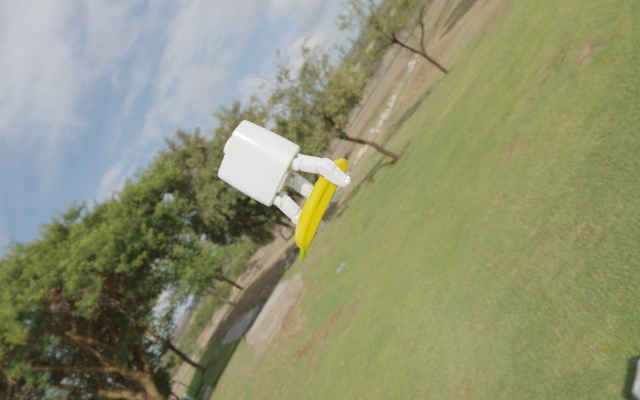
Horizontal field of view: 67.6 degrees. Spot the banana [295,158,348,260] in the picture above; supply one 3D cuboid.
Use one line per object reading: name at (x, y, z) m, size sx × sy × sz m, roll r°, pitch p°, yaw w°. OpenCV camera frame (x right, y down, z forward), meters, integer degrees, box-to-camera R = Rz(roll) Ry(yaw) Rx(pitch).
banana at (0.000, -0.001, 0.802) m, size 0.037 × 0.197 × 0.070 m, roll 24°, pitch -19°, yaw 6°
